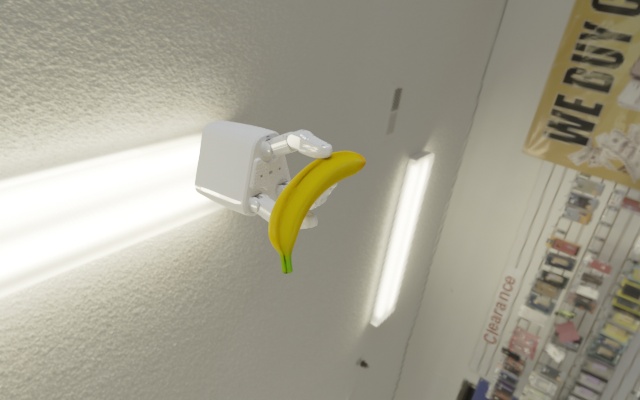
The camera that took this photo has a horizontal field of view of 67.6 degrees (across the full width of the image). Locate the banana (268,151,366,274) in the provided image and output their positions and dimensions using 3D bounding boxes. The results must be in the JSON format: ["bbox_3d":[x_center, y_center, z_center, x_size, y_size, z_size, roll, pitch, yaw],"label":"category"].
[{"bbox_3d":[-0.007,-0.009,0.572,0.037,0.070,0.197,12,51,36],"label":"banana"}]
